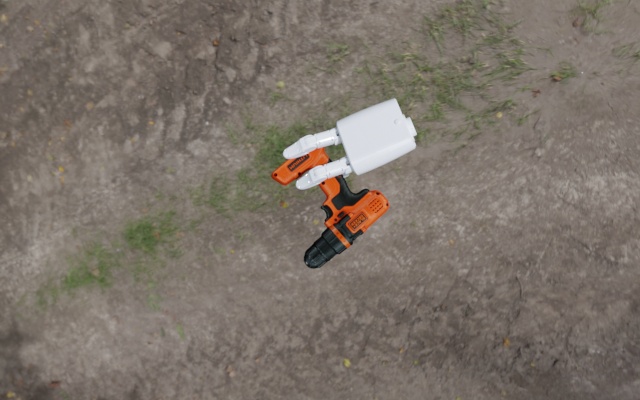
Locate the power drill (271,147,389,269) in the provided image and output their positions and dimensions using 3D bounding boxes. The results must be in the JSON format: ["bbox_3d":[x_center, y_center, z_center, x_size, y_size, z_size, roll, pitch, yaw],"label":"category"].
[{"bbox_3d":[0.000,0.002,0.844,0.184,0.187,0.057,-41,3,-4],"label":"power drill"}]
